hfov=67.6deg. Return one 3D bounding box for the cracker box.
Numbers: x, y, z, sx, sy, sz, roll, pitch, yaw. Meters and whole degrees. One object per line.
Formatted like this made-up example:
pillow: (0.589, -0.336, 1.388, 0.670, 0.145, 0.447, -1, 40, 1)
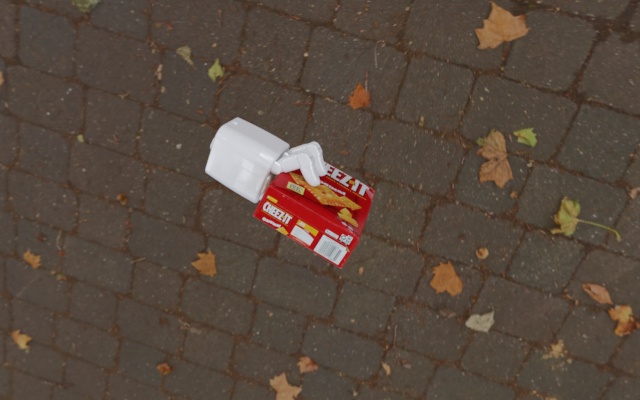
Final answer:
cracker box: (0.000, 0.003, 0.823, 0.164, 0.072, 0.213, 31, 25, 0)
